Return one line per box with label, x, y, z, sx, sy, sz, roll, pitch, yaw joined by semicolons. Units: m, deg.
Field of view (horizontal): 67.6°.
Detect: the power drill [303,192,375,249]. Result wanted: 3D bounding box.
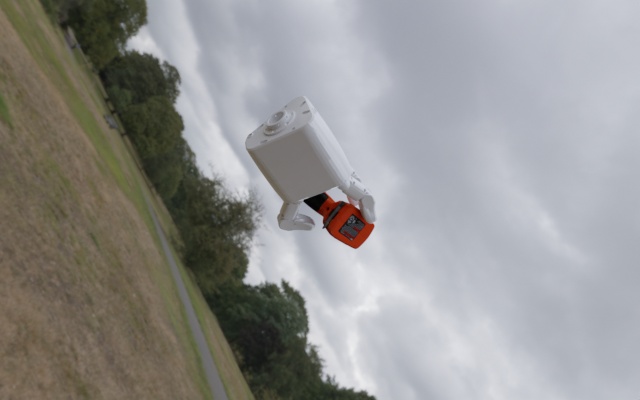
power drill;0.000;0.003;0.791;0.187;0.057;0.184;38;2;35
